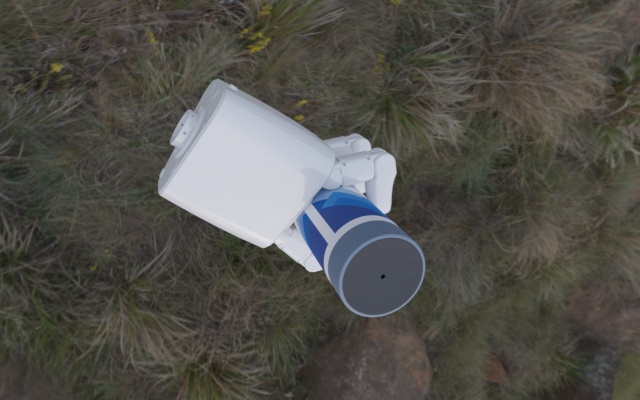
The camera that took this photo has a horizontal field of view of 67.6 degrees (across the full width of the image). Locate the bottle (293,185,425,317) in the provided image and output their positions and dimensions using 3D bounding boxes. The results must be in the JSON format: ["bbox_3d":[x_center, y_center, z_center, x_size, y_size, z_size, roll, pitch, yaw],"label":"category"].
[{"bbox_3d":[0.000,0.002,0.464,0.069,0.069,0.295,0,21,-19],"label":"bottle"}]
